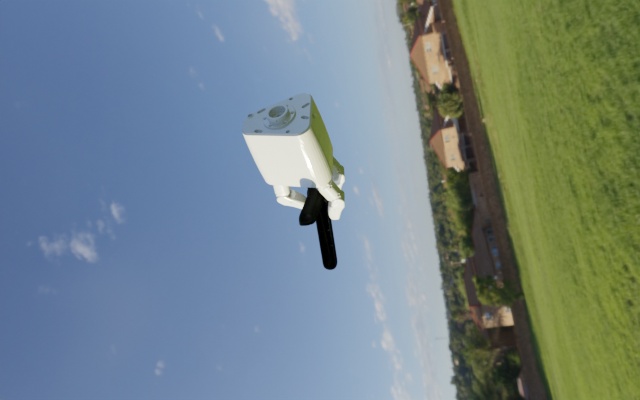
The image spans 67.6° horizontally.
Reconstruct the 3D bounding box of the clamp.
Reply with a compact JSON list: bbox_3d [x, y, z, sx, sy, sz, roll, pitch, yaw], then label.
[{"bbox_3d":[-0.001,0.002,0.808,0.036,0.209,0.165,-8,-41,11],"label":"clamp"}]
